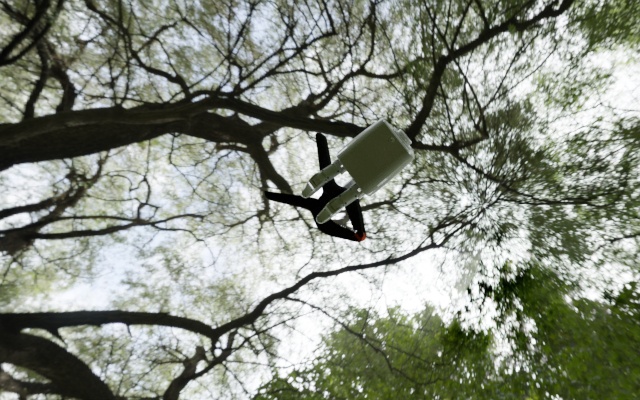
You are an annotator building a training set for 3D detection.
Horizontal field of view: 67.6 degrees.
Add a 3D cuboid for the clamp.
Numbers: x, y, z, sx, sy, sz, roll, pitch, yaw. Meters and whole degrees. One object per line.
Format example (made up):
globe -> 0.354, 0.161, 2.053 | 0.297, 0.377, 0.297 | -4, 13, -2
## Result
clamp -> 0.001, 0.003, 0.887 | 0.164, 0.210, 0.036 | -40, -12, 18
